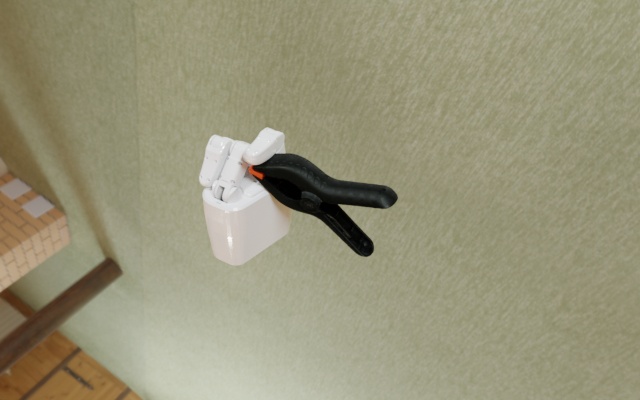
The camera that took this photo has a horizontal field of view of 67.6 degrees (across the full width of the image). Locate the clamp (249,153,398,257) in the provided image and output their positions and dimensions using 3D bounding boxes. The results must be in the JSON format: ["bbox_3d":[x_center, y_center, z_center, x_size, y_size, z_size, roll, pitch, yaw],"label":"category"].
[{"bbox_3d":[0.000,0.002,0.539,0.171,0.120,0.039,24,49,19],"label":"clamp"}]
